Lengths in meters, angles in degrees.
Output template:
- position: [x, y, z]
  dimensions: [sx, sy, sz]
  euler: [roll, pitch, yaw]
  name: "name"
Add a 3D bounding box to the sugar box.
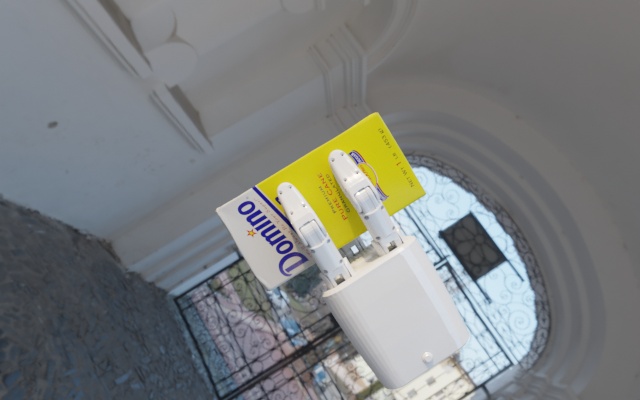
- position: [0.000, 0.002, 0.456]
  dimensions: [0.176, 0.093, 0.048]
  euler: [-32, 3, -5]
  name: "sugar box"
